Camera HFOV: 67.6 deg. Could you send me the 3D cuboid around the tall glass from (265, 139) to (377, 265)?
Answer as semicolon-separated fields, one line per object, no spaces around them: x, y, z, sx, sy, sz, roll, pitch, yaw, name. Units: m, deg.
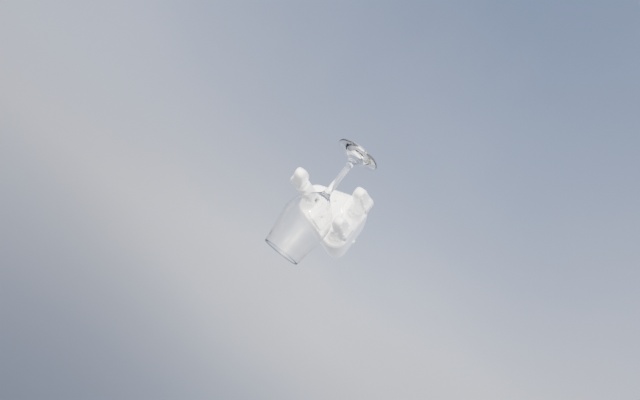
0.000;0.002;0.743;0.079;0.201;0.079;36;-14;10;tall glass
